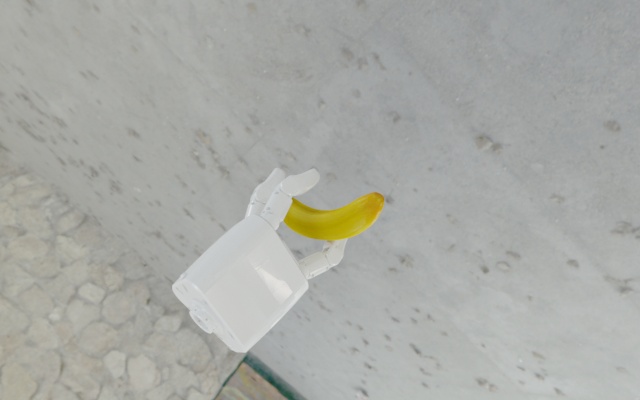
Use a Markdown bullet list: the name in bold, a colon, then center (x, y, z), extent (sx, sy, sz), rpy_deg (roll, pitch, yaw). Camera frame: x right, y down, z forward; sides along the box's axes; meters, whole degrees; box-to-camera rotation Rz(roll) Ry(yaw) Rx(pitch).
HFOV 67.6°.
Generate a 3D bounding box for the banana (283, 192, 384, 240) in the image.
- **banana**: center (0.004, 0.018, 0.581), extent (0.198, 0.070, 0.037), rpy_deg (7, 35, 47)
